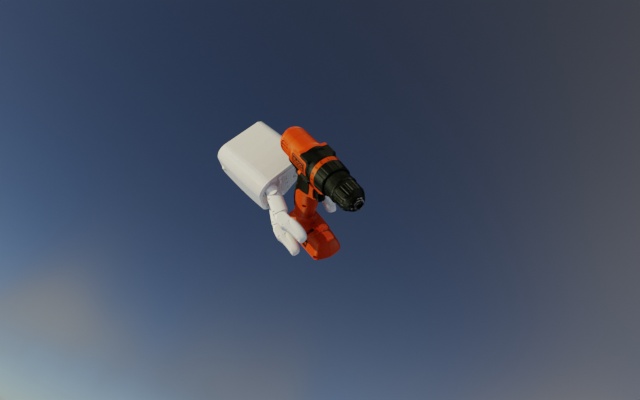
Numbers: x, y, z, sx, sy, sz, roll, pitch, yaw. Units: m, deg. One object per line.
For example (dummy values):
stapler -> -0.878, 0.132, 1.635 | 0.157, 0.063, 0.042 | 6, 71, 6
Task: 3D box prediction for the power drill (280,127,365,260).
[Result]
power drill -> 0.000, 0.003, 0.731 | 0.057, 0.188, 0.184 | -20, 48, -25
